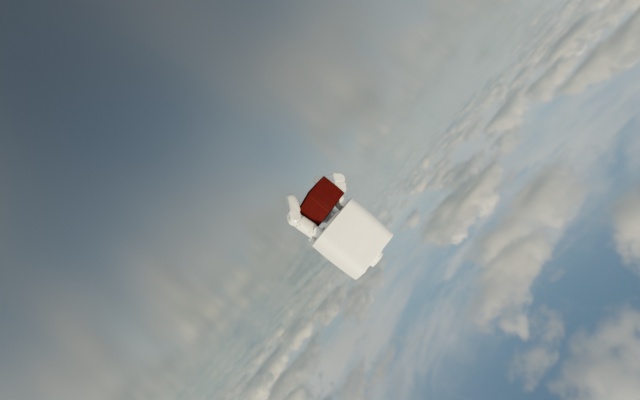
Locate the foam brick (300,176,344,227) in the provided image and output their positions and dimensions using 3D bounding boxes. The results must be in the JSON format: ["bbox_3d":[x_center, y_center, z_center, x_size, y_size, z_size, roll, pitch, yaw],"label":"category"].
[{"bbox_3d":[0.000,0.003,0.881,0.053,0.051,0.078,-48,-5,-32],"label":"foam brick"}]
